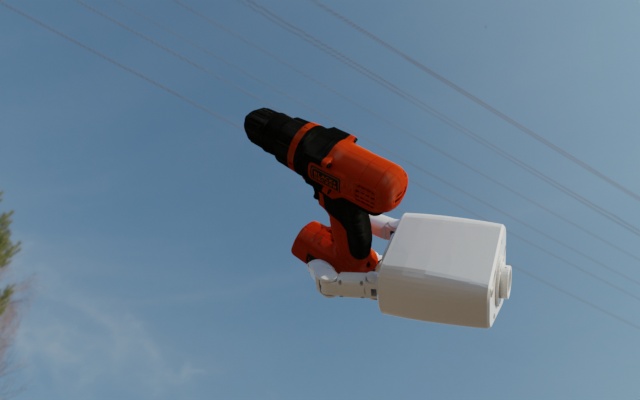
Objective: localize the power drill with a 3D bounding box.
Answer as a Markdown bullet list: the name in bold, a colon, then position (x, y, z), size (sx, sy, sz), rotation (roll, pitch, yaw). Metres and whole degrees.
- **power drill**: position (0.000, 0.002, 0.509), size (0.184, 0.188, 0.057), rotation (30, 57, 27)
